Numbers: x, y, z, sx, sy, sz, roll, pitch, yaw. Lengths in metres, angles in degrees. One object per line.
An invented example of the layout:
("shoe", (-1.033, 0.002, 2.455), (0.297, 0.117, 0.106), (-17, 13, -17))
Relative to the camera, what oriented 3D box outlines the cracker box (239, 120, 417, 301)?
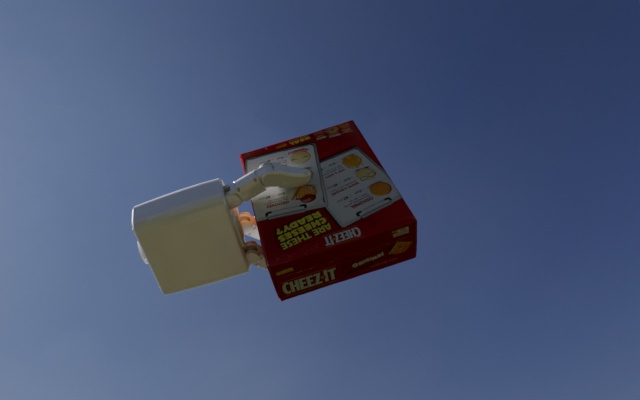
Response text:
("cracker box", (0.000, 0.002, 0.584), (0.164, 0.072, 0.213), (-17, 42, -5))
